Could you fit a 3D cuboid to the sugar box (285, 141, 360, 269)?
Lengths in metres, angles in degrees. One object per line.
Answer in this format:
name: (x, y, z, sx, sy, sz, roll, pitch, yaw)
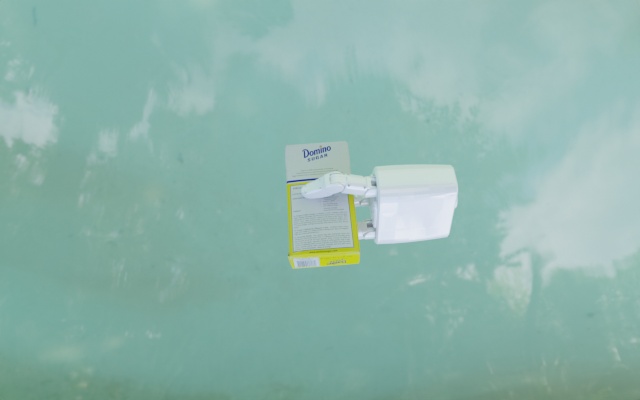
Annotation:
sugar box: (0.000, 0.003, 0.661, 0.093, 0.176, 0.048, -4, -32, 0)
